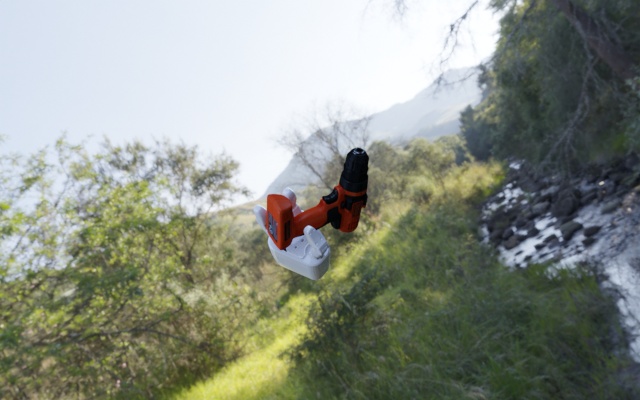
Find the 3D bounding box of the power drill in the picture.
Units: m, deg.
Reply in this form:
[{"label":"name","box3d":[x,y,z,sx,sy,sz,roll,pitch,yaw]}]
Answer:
[{"label":"power drill","box3d":[0.000,0.003,0.837,0.187,0.185,0.057,-17,44,-24]}]
